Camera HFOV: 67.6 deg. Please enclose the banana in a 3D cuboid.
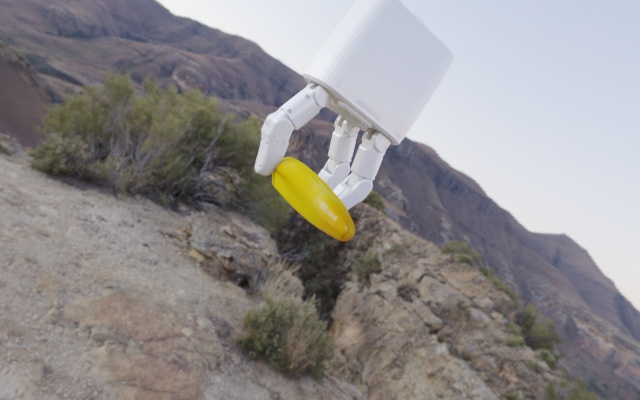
[{"bbox_3d":[-0.015,-0.010,0.457,0.069,0.037,0.197,39,0,-14],"label":"banana"}]
